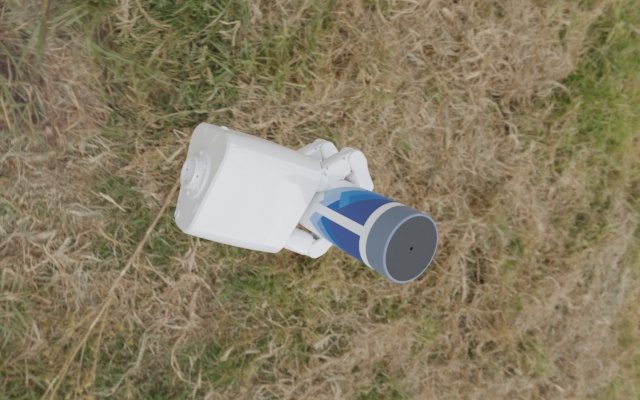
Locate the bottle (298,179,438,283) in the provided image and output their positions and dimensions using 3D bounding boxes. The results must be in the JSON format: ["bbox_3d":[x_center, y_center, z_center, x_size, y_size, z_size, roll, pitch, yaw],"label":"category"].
[{"bbox_3d":[0.000,0.002,0.538,0.069,0.069,0.295,0,16,-35],"label":"bottle"}]
